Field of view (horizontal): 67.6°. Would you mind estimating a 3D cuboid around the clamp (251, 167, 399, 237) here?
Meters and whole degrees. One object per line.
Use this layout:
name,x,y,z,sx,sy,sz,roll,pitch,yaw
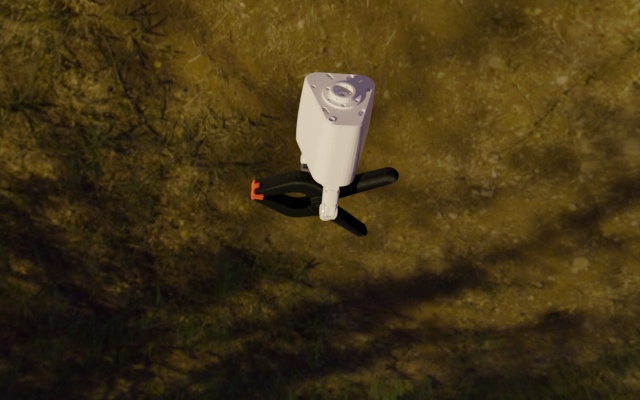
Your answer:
clamp,0.000,0.003,0.732,0.210,0.036,0.165,3,-38,-5
